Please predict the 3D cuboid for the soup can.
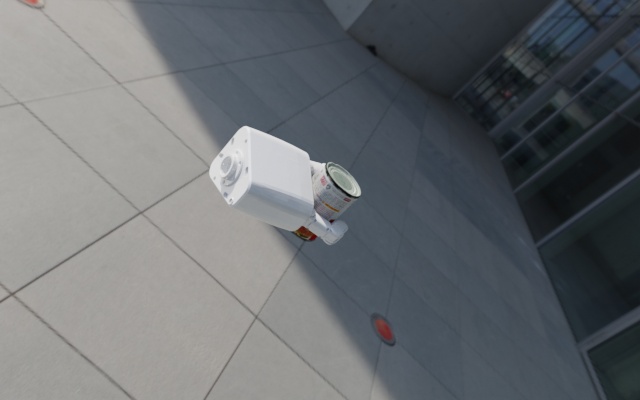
[{"bbox_3d":[0.001,0.002,0.688,0.102,0.068,0.068,-45,-22,24],"label":"soup can"}]
